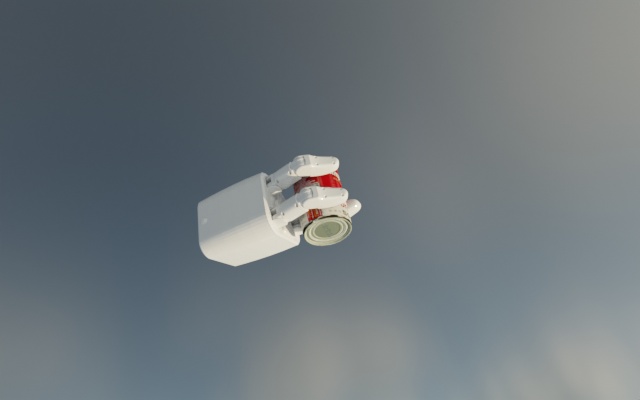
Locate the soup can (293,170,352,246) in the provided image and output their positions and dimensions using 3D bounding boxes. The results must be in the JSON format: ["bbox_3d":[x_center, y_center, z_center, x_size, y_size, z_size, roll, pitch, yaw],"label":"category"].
[{"bbox_3d":[0.001,0.002,0.655,0.068,0.102,0.069,-8,-37,-6],"label":"soup can"}]
